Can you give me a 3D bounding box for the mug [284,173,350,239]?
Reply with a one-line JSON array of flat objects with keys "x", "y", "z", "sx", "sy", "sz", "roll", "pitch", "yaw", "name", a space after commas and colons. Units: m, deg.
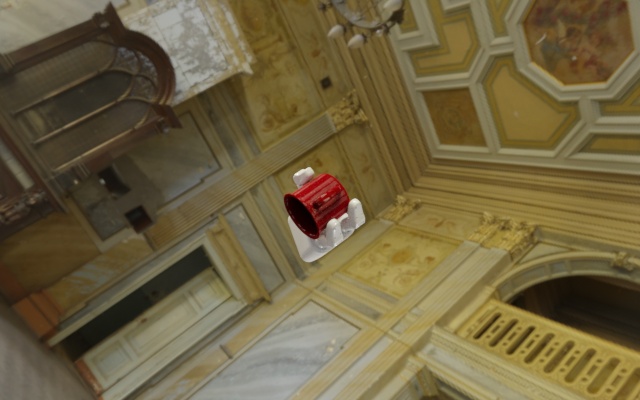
[{"x": 0.001, "y": 0.002, "z": 0.812, "sx": 0.081, "sy": 0.093, "sz": 0.117, "roll": -36, "pitch": -5, "yaw": -24, "name": "mug"}]
